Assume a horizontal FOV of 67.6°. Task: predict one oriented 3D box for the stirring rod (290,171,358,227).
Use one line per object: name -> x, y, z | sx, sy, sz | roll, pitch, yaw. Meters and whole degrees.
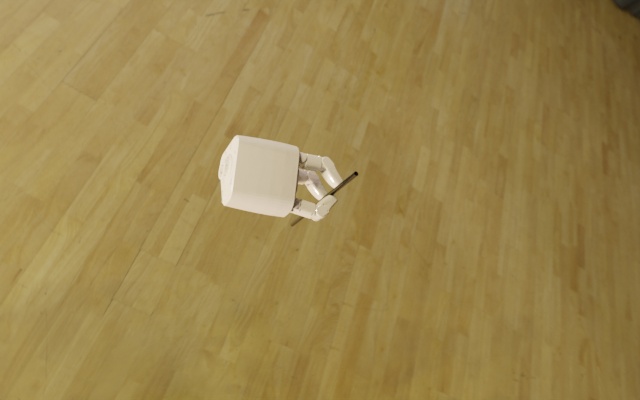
stirring rod -> 0.000, 0.003, 0.851 | 0.011, 0.011, 0.240 | 0, -22, -30
